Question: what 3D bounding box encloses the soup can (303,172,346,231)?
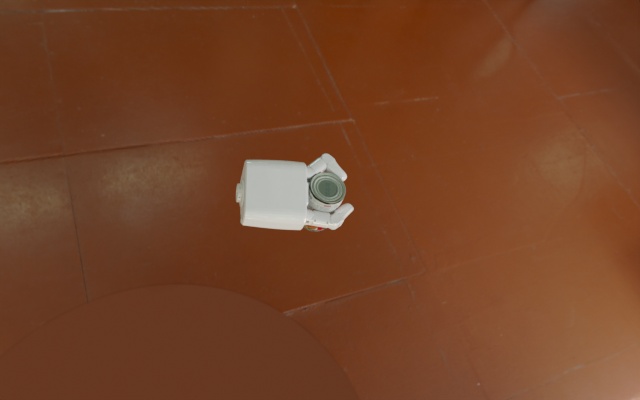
[{"bbox_3d":[0.001,0.003,0.868,0.068,0.068,0.102,0,-31,-18],"label":"soup can"}]
